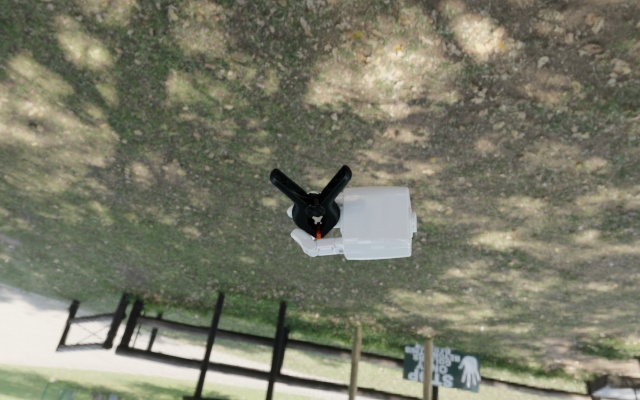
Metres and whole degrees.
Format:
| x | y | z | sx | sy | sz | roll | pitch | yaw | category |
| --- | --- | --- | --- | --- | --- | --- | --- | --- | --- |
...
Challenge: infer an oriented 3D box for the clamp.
| x | y | z | sx | sy | sz | roll | pitch | yaw | category |
| --- | --- | --- | --- | --- | --- | --- | --- | --- | --- |
| 0.000 | 0.003 | 0.753 | 0.120 | 0.039 | 0.172 | -3 | -36 | 14 | clamp |
